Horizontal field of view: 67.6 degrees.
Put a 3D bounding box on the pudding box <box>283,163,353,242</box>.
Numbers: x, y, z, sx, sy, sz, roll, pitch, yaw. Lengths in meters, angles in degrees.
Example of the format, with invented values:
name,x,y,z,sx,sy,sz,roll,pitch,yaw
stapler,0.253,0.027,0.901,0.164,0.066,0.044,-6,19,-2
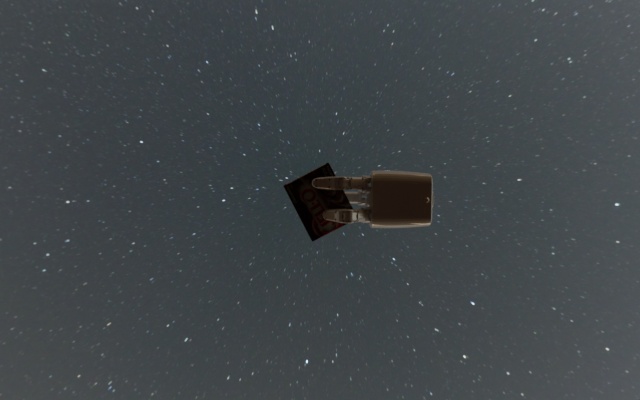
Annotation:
name,x,y,z,sx,sy,sz,roll,pitch,yaw
pudding box,0.000,0.003,0.842,0.090,0.113,0.039,-28,1,1
